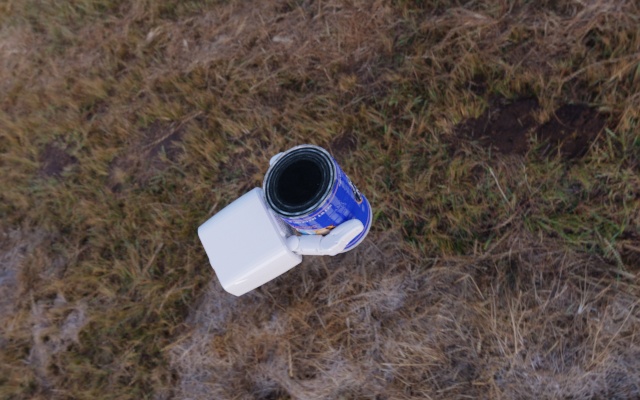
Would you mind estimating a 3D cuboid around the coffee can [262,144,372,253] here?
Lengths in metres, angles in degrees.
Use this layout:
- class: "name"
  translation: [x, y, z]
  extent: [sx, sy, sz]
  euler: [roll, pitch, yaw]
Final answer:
- class: "coffee can"
  translation: [0.000, 0.002, 0.651]
  extent: [0.103, 0.102, 0.140]
  euler: [0, -23, 26]
